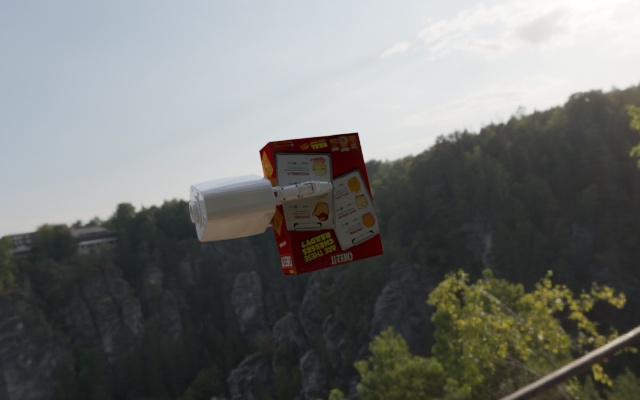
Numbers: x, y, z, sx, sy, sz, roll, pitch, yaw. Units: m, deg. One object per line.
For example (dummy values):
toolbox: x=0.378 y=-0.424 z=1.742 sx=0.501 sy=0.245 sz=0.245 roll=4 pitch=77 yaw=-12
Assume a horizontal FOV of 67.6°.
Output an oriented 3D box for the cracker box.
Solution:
cracker box: x=0.000 y=0.002 z=0.799 sx=0.164 sy=0.213 sz=0.072 roll=-10 pitch=-4 yaw=-24
